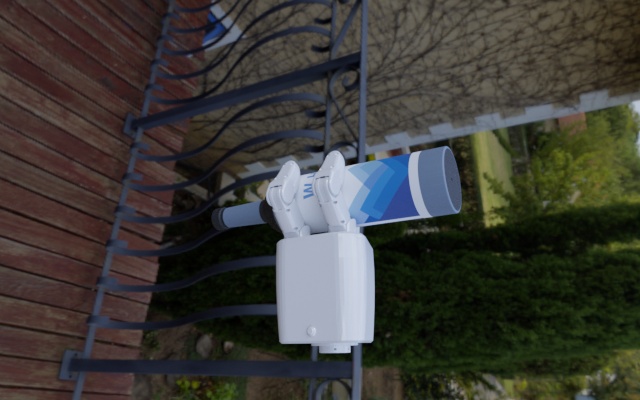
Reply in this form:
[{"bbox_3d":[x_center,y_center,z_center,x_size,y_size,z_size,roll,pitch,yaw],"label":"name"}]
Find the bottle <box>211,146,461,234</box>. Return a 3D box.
[{"bbox_3d":[0.000,0.002,0.532,0.296,0.069,0.069,-10,-5,28],"label":"bottle"}]
